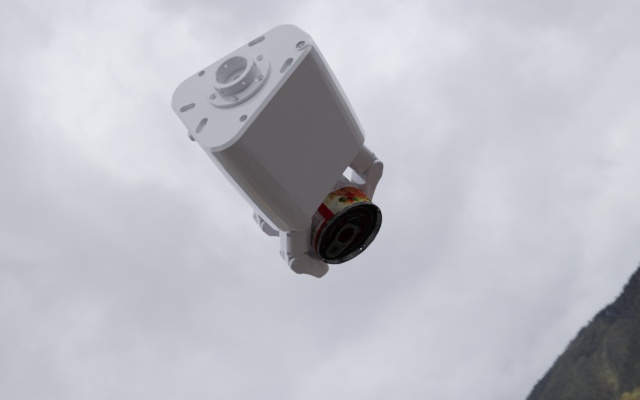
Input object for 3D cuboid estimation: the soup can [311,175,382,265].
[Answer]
[{"bbox_3d":[0.000,0.001,0.447,0.068,0.068,0.102,0,34,-40],"label":"soup can"}]
